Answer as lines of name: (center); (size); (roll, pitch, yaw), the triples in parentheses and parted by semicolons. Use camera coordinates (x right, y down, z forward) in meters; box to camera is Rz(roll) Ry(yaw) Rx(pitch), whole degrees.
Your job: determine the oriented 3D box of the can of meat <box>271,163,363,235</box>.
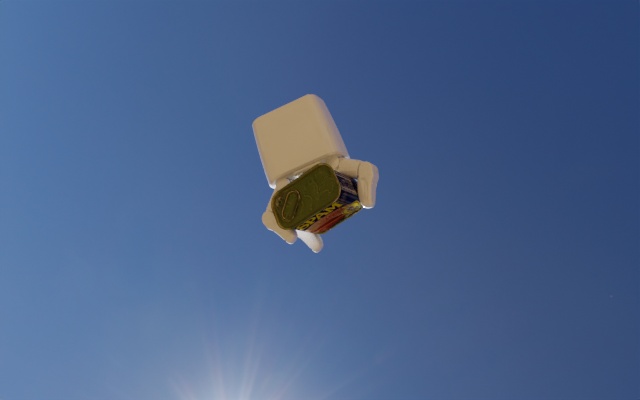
can of meat: (0.000, 0.002, 0.638); (0.102, 0.057, 0.084); (-33, -25, 22)
